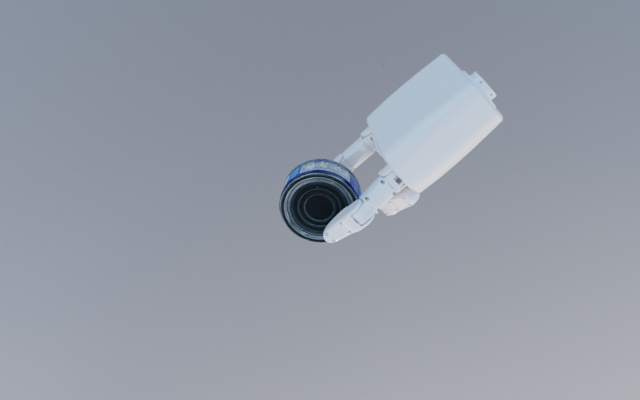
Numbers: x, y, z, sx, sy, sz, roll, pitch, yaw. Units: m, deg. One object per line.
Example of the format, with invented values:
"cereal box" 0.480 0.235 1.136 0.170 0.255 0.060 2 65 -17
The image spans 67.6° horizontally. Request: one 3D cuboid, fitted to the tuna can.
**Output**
"tuna can" 0.000 0.002 0.505 0.086 0.086 0.033 0 28 6
